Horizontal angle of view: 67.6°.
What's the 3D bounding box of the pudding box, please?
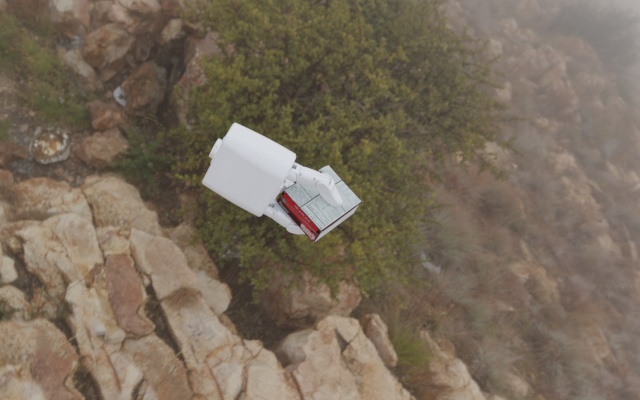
[{"bbox_3d":[0.000,0.002,0.763,0.113,0.090,0.039,-33,-13,-39],"label":"pudding box"}]
